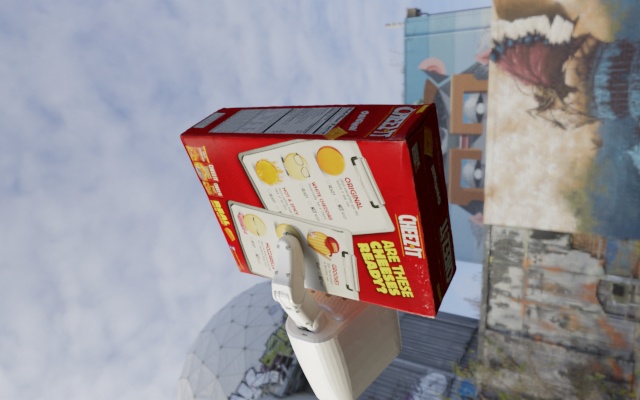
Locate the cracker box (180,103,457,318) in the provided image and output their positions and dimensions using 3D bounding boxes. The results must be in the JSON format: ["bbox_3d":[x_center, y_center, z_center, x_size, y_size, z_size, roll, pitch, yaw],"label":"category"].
[{"bbox_3d":[0.000,0.001,0.420,0.213,0.164,0.072,6,38,32],"label":"cracker box"}]
